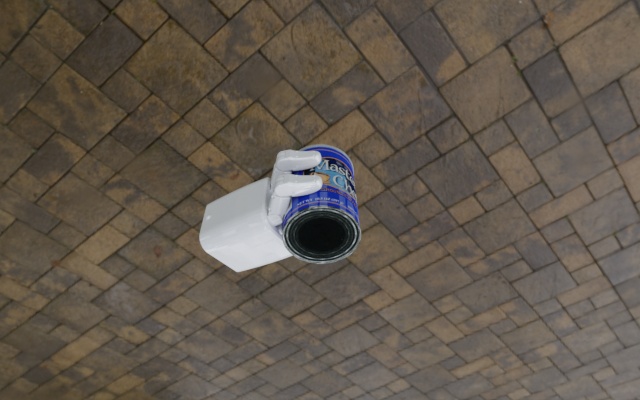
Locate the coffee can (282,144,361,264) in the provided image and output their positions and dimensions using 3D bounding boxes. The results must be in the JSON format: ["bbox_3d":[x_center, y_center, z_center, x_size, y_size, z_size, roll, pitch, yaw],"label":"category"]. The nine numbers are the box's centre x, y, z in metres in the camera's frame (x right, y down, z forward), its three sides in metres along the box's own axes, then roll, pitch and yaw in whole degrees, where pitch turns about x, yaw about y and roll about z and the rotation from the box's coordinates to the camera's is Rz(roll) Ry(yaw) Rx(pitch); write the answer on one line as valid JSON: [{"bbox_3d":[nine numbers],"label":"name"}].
[{"bbox_3d":[0.000,0.002,0.666,0.103,0.103,0.140,0,40,-2],"label":"coffee can"}]
